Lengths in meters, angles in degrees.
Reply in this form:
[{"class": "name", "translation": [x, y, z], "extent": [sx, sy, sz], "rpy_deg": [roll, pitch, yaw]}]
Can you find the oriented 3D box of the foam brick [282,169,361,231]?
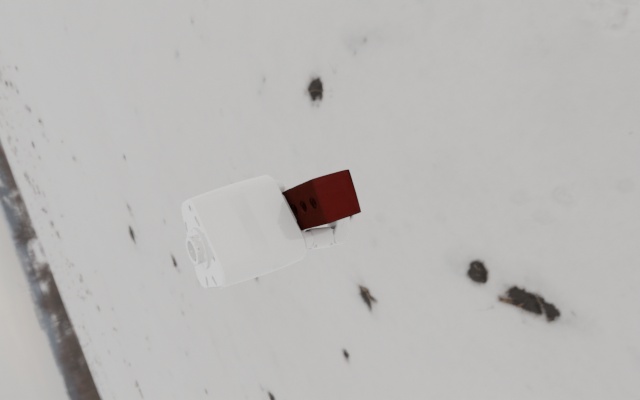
[{"class": "foam brick", "translation": [0.000, 0.002, 0.556], "extent": [0.051, 0.053, 0.078], "rpy_deg": [-16, -2, -33]}]
